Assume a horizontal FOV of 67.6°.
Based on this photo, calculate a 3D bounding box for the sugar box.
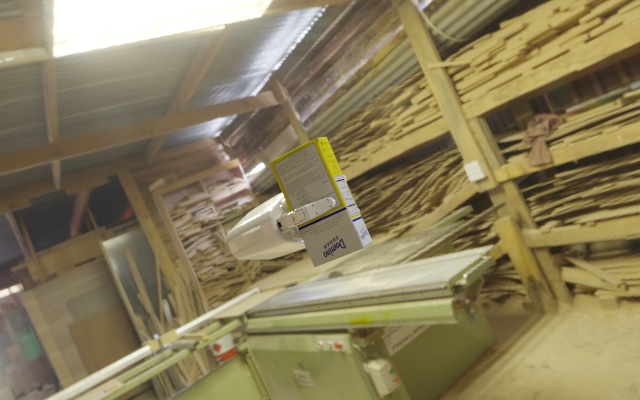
[{"bbox_3d":[0.000,0.002,0.725,0.093,0.176,0.048,-24,-1,28],"label":"sugar box"}]
